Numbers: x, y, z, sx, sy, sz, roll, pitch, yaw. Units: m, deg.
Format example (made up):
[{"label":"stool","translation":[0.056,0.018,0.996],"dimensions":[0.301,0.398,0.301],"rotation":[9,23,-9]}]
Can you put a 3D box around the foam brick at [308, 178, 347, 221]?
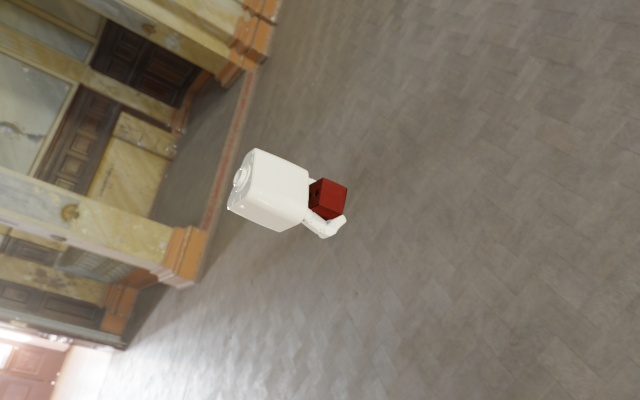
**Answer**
[{"label":"foam brick","translation":[0.000,0.003,0.822],"dimensions":[0.051,0.053,0.078],"rotation":[25,-29,-27]}]
